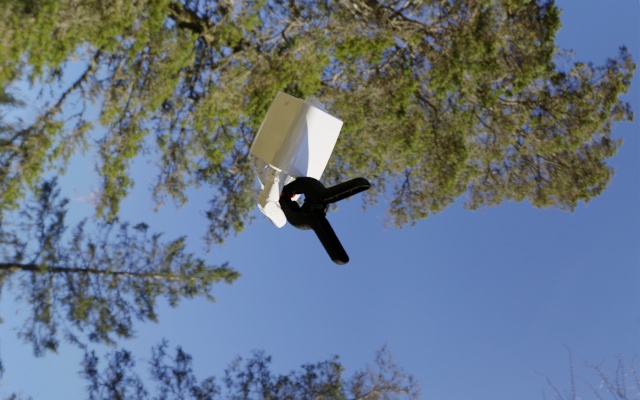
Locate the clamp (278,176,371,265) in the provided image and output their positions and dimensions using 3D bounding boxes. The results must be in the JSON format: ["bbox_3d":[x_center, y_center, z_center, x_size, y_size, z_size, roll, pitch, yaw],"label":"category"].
[{"bbox_3d":[0.000,0.002,0.682,0.171,0.120,0.039,32,9,40],"label":"clamp"}]
